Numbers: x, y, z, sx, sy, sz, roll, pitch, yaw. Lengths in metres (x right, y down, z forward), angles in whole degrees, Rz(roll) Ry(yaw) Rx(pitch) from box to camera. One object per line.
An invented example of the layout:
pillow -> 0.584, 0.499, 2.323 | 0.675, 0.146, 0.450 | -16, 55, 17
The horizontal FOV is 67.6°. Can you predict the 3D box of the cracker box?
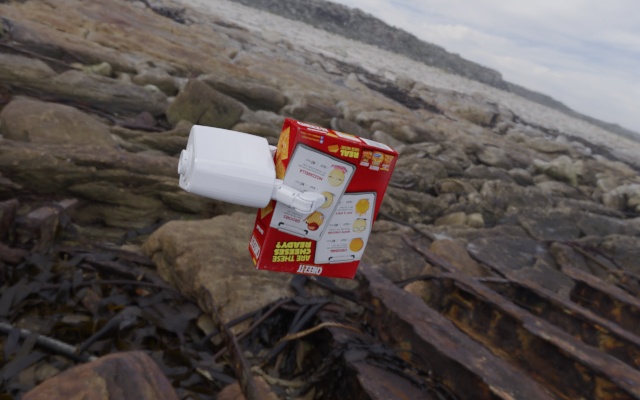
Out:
cracker box -> 0.000, 0.002, 0.711 | 0.164, 0.214, 0.072 | 10, 18, -25
